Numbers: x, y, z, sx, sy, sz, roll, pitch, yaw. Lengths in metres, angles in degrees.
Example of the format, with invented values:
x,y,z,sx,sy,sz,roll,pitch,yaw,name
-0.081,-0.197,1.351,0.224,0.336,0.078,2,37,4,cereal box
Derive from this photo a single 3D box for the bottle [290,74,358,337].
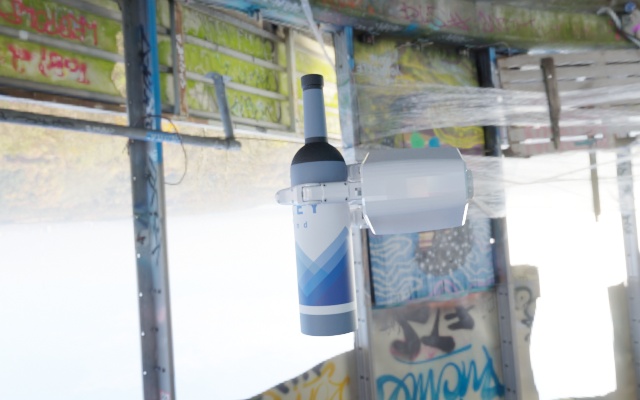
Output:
x,y,z,sx,sy,sz,roll,pitch,yaw,name
0.000,0.002,0.553,0.069,0.295,0.069,-4,-2,0,bottle
